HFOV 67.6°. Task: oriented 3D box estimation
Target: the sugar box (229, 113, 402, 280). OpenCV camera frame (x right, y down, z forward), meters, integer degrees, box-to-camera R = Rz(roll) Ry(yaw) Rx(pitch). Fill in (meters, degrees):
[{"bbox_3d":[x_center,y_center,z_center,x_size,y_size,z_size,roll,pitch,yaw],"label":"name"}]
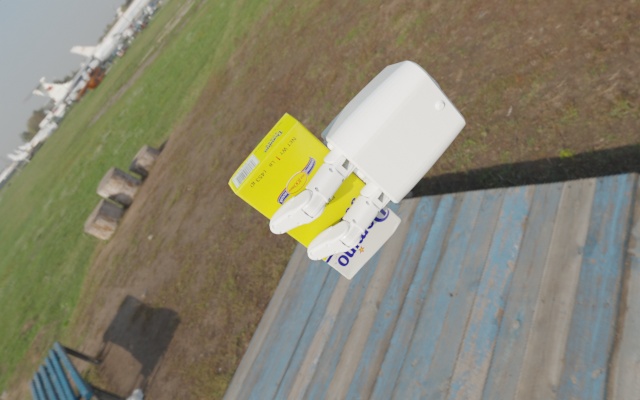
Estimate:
[{"bbox_3d":[0.000,0.002,0.504,0.176,0.093,0.048,40,4,-29],"label":"sugar box"}]
